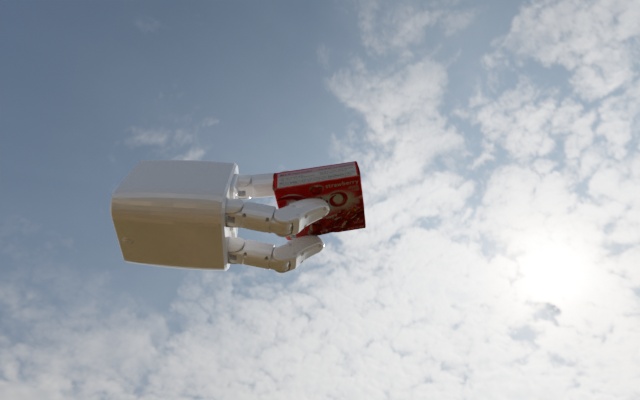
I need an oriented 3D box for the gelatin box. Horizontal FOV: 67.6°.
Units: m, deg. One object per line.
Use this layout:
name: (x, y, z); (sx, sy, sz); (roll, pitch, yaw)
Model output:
gelatin box: (0.000, 0.001, 0.498); (0.089, 0.073, 0.030); (-9, 40, 2)
